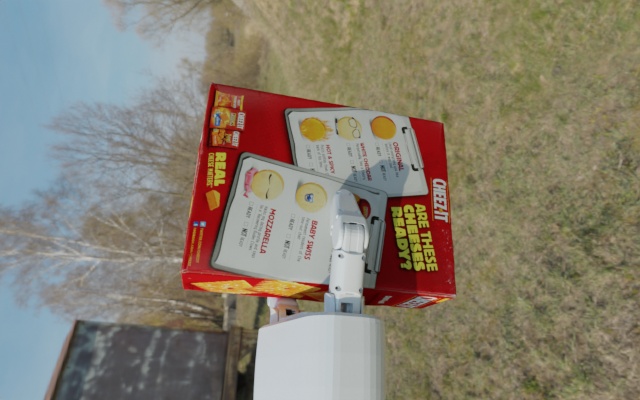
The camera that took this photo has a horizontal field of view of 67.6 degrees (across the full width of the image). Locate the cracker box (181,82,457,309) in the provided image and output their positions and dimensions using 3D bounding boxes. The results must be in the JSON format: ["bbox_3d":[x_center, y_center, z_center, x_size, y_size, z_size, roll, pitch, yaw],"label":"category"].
[{"bbox_3d":[0.000,0.001,0.414,0.214,0.164,0.072,7,-23,-12],"label":"cracker box"}]
